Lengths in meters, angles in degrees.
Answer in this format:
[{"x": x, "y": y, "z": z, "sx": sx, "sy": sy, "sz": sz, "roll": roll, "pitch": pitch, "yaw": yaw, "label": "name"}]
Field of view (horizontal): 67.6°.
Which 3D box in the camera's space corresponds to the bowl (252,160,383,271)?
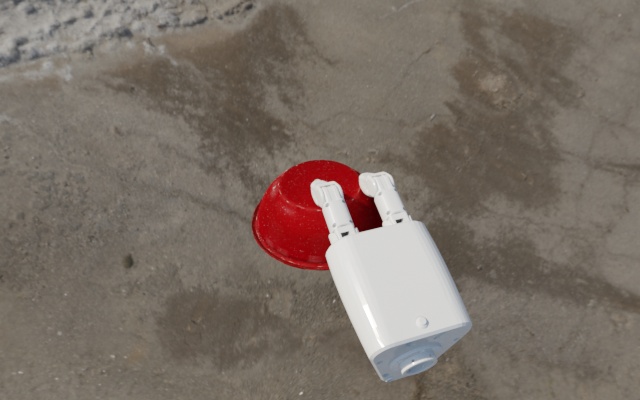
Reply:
[{"x": -0.001, "y": 0.001, "z": 0.542, "sx": 0.162, "sy": 0.055, "sz": 0.162, "roll": -1, "pitch": 40, "yaw": 1, "label": "bowl"}]
